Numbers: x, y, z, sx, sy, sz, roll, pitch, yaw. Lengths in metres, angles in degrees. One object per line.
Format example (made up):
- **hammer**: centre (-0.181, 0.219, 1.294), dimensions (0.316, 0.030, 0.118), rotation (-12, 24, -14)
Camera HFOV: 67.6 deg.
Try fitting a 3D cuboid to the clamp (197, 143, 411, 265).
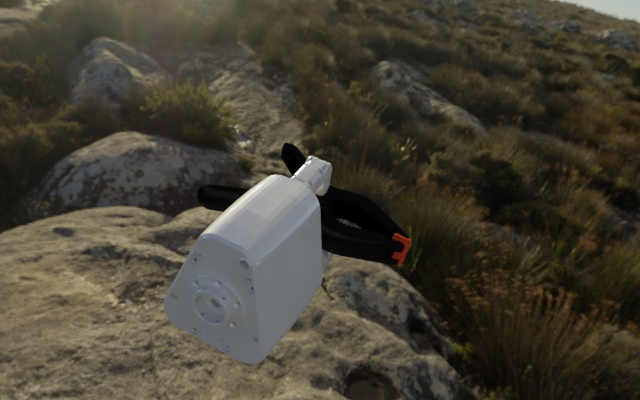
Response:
- **clamp**: centre (0.001, 0.001, 0.512), dimensions (0.210, 0.036, 0.164), rotation (24, 34, 13)
